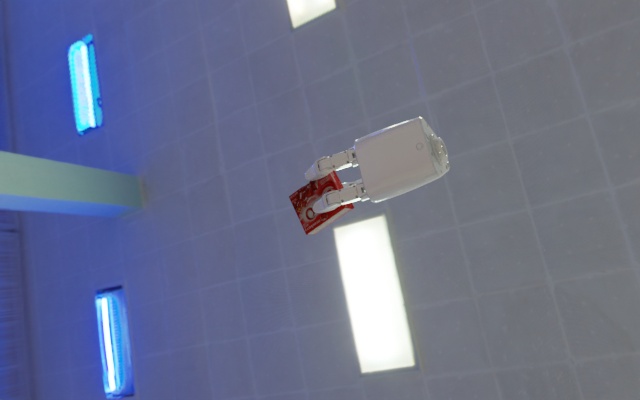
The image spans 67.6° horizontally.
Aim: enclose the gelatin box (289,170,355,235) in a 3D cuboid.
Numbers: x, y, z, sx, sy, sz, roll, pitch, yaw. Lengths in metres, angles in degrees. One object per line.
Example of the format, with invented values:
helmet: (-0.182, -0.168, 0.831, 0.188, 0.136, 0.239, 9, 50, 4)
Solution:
gelatin box: (0.000, 0.003, 0.769, 0.089, 0.073, 0.030, -35, -21, 26)
